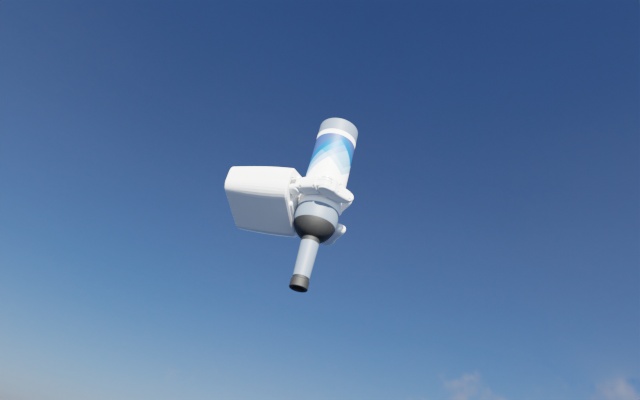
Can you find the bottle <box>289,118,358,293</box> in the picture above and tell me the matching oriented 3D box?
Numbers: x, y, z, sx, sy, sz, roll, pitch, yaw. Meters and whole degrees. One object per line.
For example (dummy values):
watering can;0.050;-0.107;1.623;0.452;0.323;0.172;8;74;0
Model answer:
bottle;0.000;0.002;0.750;0.069;0.295;0.069;11;-31;6
